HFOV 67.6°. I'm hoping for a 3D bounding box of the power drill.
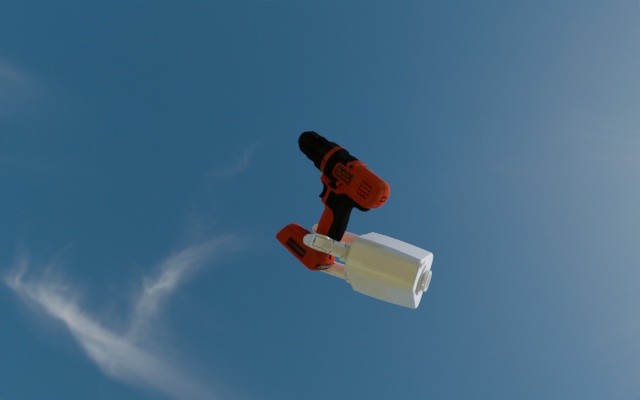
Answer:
[{"bbox_3d":[0.000,0.003,0.766,0.184,0.188,0.057,41,24,30],"label":"power drill"}]
